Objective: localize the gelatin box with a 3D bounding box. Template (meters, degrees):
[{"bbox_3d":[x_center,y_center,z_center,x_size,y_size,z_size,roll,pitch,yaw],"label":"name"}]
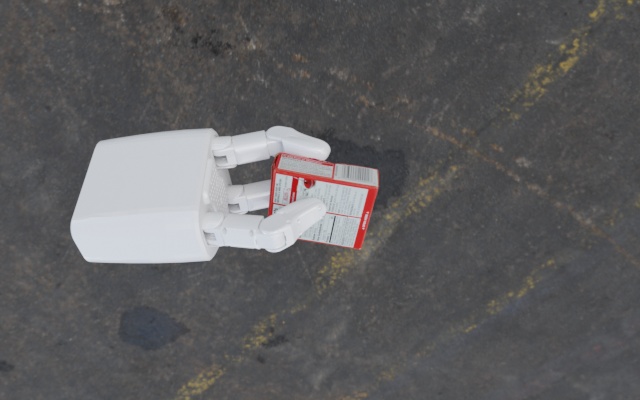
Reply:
[{"bbox_3d":[0.000,0.002,0.415,0.089,0.073,0.030,10,39,-1],"label":"gelatin box"}]
